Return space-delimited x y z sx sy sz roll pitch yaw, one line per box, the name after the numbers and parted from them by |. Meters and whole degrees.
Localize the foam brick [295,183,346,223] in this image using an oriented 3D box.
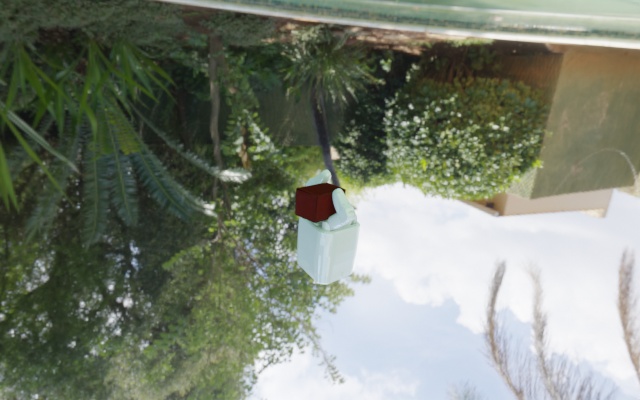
0.000 0.003 0.851 0.053 0.051 0.078 22 24 40 | foam brick
